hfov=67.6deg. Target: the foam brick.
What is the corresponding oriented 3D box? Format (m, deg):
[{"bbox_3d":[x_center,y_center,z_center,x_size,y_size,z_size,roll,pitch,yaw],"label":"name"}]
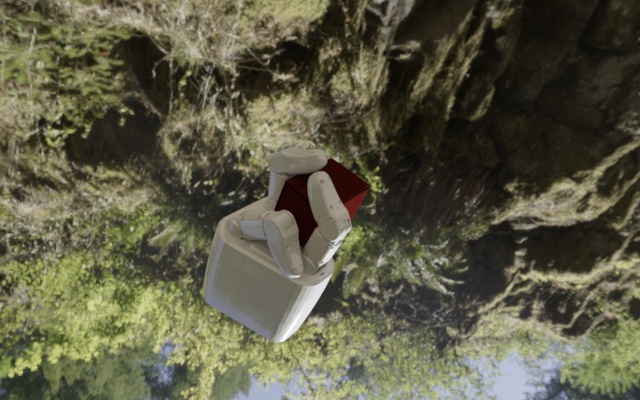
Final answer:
[{"bbox_3d":[0.000,0.001,0.471,0.053,0.051,0.078,39,40,19],"label":"foam brick"}]
